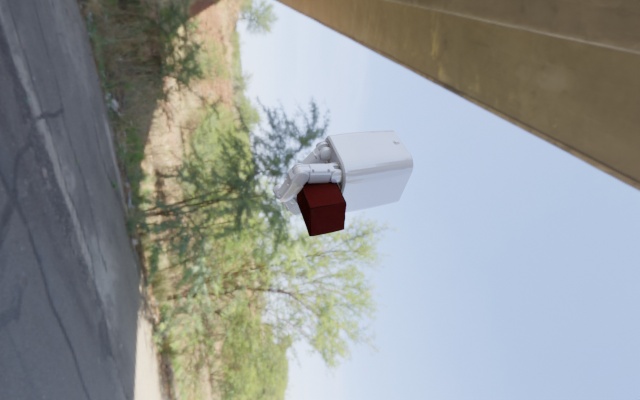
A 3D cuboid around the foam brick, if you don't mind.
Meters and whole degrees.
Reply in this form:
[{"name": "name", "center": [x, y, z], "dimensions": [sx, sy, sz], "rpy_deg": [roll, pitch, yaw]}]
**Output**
[{"name": "foam brick", "center": [0.000, 0.002, 0.663], "dimensions": [0.051, 0.053, 0.078], "rpy_deg": [-8, 42, -13]}]
